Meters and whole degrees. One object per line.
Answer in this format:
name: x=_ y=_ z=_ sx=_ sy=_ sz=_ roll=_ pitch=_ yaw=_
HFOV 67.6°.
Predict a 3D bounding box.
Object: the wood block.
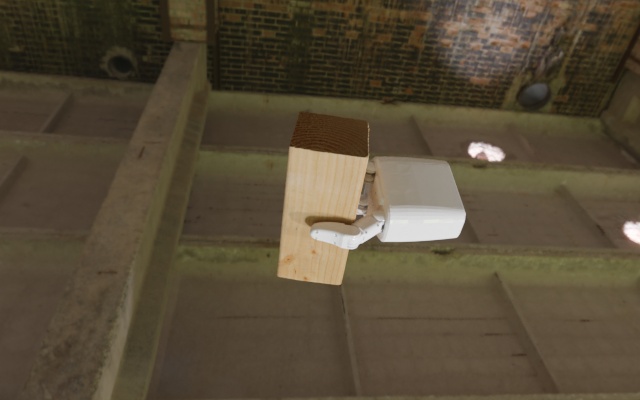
wood block: x=0.000 y=0.002 z=0.618 sx=0.090 sy=0.206 sz=0.090 roll=8 pitch=37 yaw=0
